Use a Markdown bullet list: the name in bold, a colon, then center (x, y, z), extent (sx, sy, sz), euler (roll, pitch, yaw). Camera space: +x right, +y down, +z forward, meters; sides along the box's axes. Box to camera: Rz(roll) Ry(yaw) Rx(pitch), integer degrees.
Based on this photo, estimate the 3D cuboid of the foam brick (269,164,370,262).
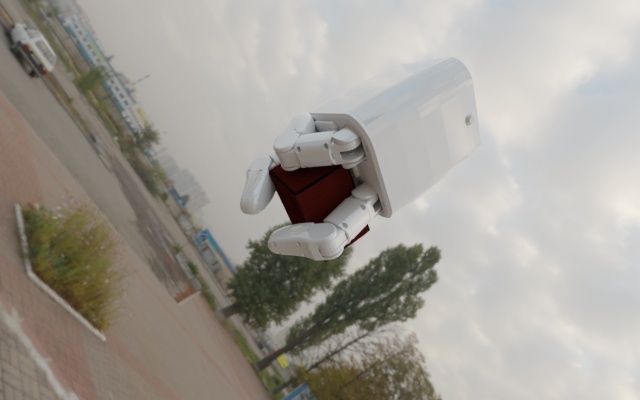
- **foam brick**: center (0.000, 0.002, 0.406), extent (0.051, 0.078, 0.053), euler (-33, 38, -15)
